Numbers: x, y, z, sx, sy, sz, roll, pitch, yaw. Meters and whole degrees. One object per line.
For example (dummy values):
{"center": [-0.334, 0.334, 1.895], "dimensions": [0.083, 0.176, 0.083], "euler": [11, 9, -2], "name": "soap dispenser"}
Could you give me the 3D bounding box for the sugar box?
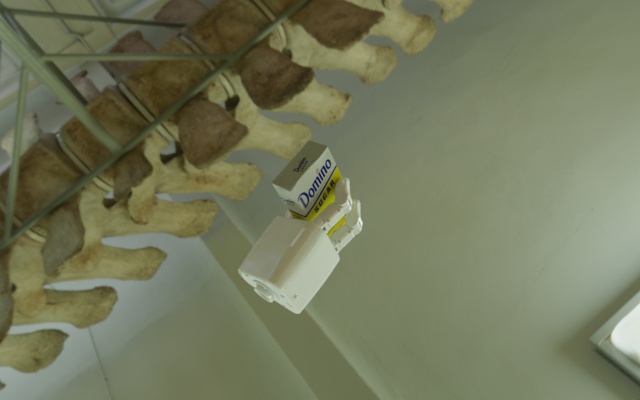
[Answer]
{"center": [0.000, 0.003, 0.744], "dimensions": [0.048, 0.093, 0.176], "euler": [23, -26, 36], "name": "sugar box"}
